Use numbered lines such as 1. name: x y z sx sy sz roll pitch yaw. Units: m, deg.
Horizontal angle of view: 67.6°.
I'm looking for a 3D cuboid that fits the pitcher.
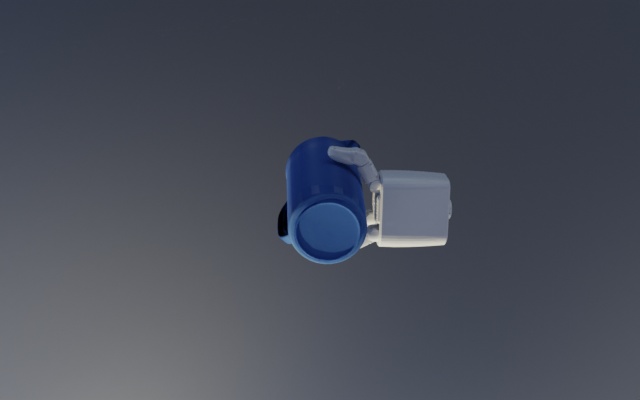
1. pitcher: 0.000 0.002 0.748 0.145 0.149 0.242 0 23 -1
